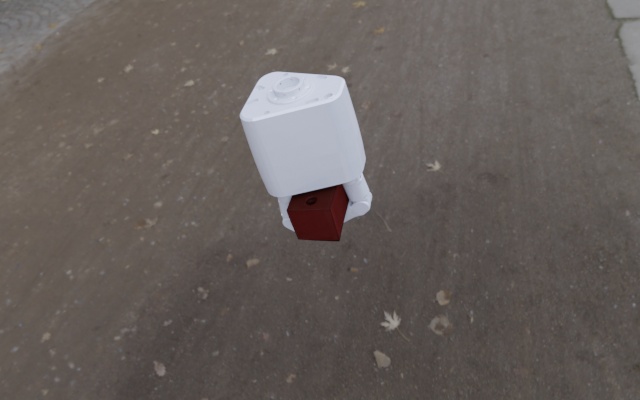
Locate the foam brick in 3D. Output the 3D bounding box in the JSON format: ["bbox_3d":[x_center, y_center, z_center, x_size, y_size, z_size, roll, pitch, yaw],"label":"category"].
[{"bbox_3d":[0.000,0.002,0.557,0.053,0.078,0.051,-1,-45,18],"label":"foam brick"}]
